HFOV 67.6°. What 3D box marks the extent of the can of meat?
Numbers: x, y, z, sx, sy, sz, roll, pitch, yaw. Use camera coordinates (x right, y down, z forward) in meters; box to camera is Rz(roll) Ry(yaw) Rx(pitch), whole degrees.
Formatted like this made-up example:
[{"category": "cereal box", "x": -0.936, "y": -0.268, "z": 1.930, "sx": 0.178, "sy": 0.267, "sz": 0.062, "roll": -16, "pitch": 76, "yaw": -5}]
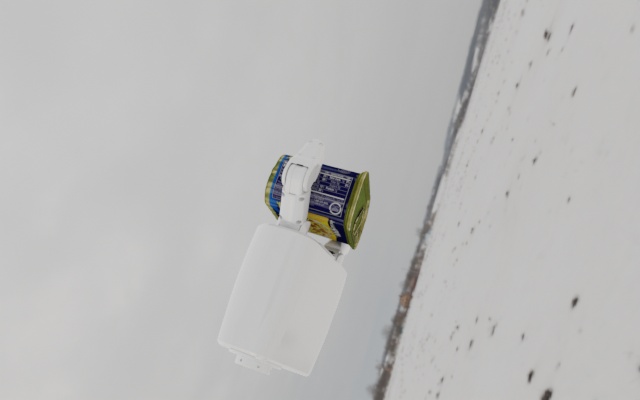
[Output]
[{"category": "can of meat", "x": 0.000, "y": 0.001, "z": 0.463, "sx": 0.084, "sy": 0.057, "sz": 0.102, "roll": 15, "pitch": -17, "yaw": 12}]
